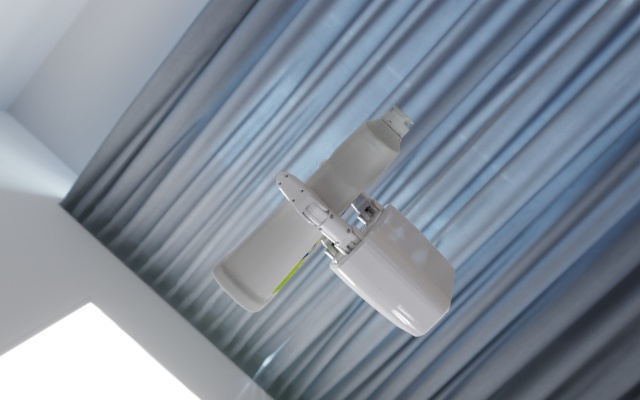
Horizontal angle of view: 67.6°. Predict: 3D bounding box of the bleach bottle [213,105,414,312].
[{"bbox_3d":[0.000,0.002,0.505,0.068,0.251,0.102,44,9,3],"label":"bleach bottle"}]
